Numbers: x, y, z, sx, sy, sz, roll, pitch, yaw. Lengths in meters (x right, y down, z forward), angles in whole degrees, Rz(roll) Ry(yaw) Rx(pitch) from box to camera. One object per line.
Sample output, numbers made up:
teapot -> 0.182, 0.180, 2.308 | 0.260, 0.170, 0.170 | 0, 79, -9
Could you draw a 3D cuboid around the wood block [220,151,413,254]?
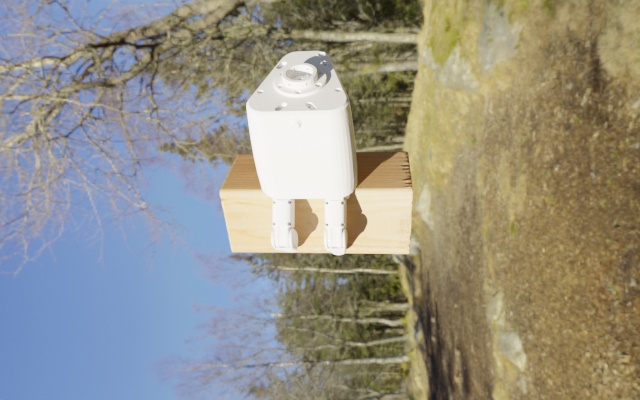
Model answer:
wood block -> 0.000, 0.001, 0.562 | 0.206, 0.090, 0.090 | 0, 34, 7
